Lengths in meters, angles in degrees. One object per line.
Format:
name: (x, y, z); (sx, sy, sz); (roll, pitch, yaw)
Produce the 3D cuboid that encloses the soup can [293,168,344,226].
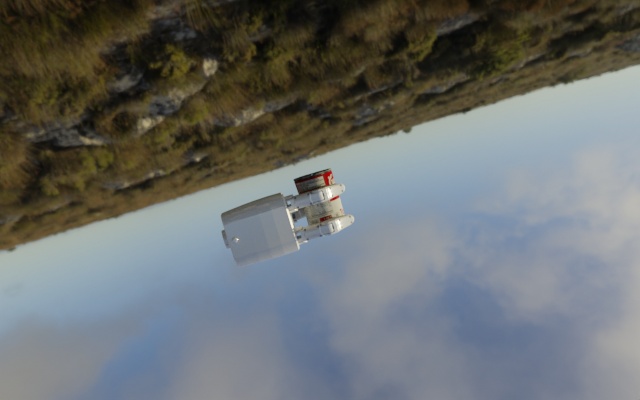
soup can: (0.001, 0.003, 0.822); (0.068, 0.102, 0.068); (-17, 6, 2)
